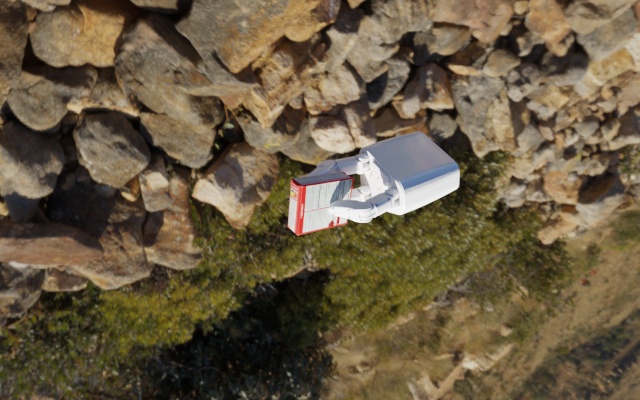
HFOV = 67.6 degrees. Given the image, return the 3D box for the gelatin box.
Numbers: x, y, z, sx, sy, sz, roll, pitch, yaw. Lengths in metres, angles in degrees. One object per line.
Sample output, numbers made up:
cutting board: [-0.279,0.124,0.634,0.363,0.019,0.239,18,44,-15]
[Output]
gelatin box: [0.000,0.002,0.660,0.089,0.073,0.030,-11,29,-34]
